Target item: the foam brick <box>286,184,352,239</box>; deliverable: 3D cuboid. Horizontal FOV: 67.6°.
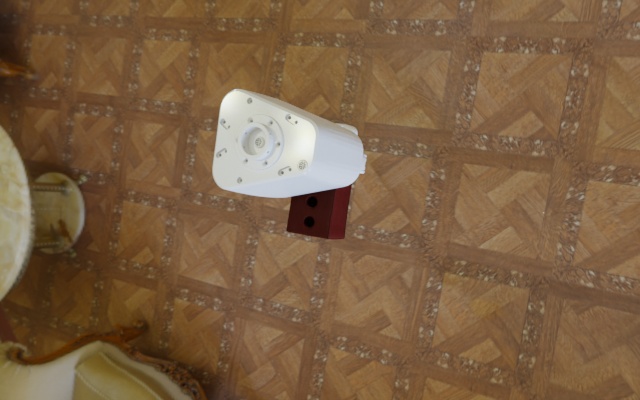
[{"bbox_3d":[0.000,0.002,0.535,0.053,0.078,0.051,9,3,23],"label":"foam brick"}]
